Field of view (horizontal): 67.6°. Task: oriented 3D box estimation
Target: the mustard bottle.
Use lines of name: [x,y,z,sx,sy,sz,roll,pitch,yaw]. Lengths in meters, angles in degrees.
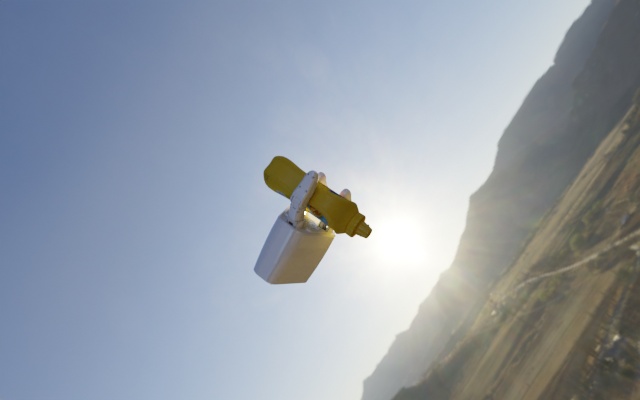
mustard bottle: [0.000,0.002,0.768,0.191,0.058,0.096,34,-8,19]
